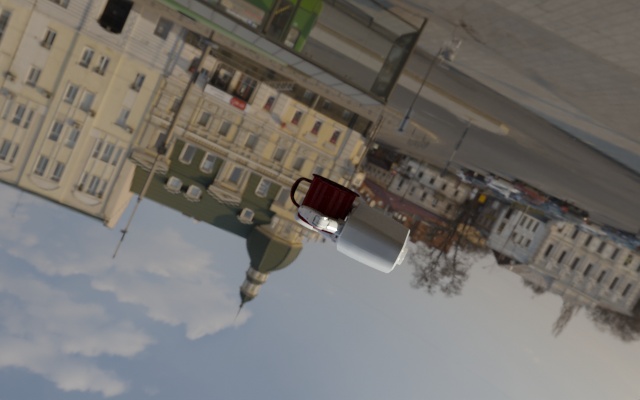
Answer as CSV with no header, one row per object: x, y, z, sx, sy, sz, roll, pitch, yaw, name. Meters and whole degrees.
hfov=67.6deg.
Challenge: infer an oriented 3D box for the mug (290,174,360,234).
-0.001,0.002,0.850,0.117,0.081,0.093,26,7,6,mug
